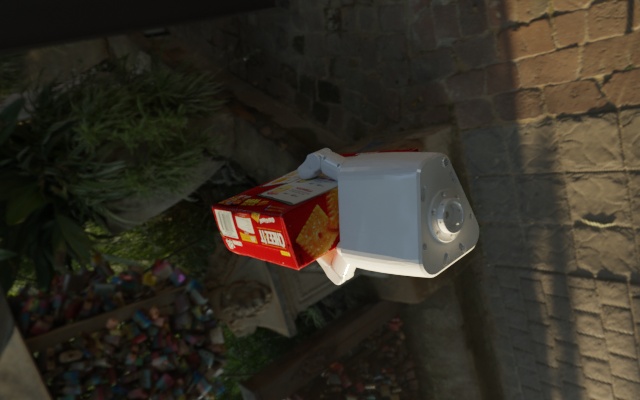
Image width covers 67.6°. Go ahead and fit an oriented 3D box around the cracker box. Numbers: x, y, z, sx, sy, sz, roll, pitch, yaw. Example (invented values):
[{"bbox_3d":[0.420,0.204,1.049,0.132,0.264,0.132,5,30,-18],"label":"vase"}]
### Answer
[{"bbox_3d":[0.000,0.002,0.593,0.213,0.072,0.164,-25,17,-34],"label":"cracker box"}]
